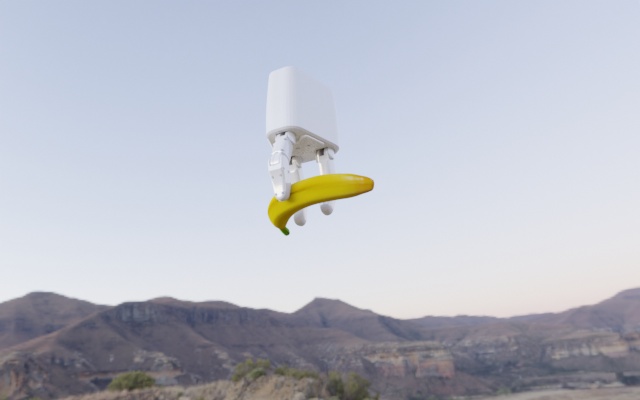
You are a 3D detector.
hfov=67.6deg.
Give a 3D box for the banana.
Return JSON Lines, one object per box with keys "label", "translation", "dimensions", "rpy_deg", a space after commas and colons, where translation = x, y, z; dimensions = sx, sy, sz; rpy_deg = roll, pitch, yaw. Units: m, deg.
{"label": "banana", "translation": [-0.017, -0.002, 0.647], "dimensions": [0.070, 0.037, 0.198], "rpy_deg": [19, -31, -34]}
